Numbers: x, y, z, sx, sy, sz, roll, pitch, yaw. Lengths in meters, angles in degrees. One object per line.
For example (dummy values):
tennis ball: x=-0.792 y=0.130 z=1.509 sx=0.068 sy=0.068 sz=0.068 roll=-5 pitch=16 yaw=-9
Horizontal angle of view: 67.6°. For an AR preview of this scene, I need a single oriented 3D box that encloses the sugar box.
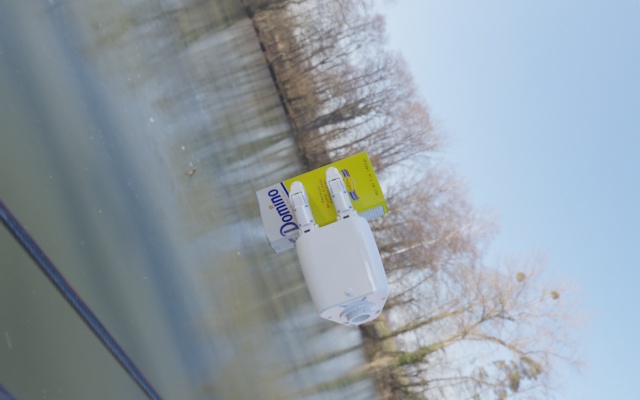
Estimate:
sugar box: x=0.000 y=0.002 z=0.696 sx=0.176 sy=0.093 sz=0.048 roll=-20 pitch=-30 yaw=2
